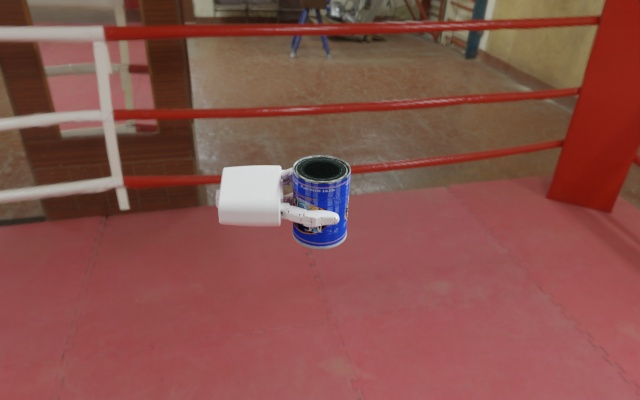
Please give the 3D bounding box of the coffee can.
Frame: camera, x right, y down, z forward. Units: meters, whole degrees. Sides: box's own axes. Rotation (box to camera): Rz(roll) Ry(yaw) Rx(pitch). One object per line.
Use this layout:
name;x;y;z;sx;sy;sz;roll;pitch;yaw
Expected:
coffee can;0.000;0.003;0.867;0.103;0.140;0.102;1;32;-1
